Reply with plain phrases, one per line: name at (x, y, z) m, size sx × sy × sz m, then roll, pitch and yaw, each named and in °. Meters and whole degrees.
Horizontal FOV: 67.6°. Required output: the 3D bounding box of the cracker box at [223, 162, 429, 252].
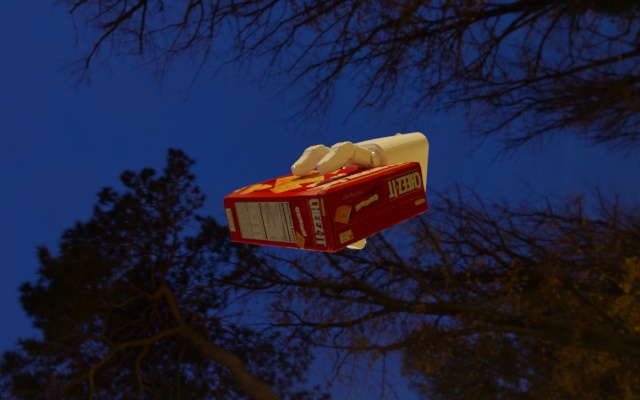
cracker box at (0.000, 0.002, 0.612) m, size 0.164 × 0.072 × 0.213 m, roll -20°, pitch 12°, yaw -39°
